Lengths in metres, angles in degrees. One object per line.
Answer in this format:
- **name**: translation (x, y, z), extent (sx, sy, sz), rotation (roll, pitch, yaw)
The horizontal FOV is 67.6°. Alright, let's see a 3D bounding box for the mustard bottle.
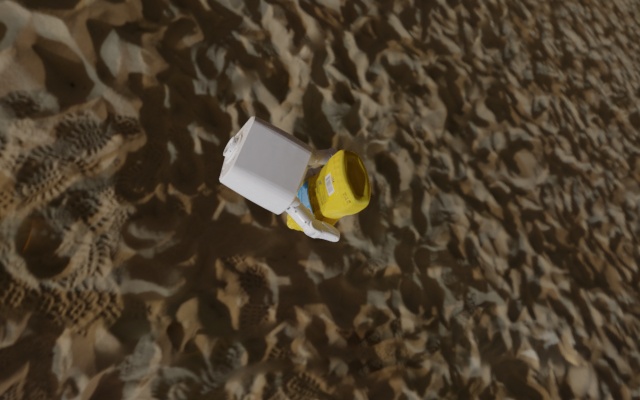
- **mustard bottle**: translation (0.001, 0.003, 0.784), extent (0.058, 0.096, 0.192), rotation (5, -28, -36)
